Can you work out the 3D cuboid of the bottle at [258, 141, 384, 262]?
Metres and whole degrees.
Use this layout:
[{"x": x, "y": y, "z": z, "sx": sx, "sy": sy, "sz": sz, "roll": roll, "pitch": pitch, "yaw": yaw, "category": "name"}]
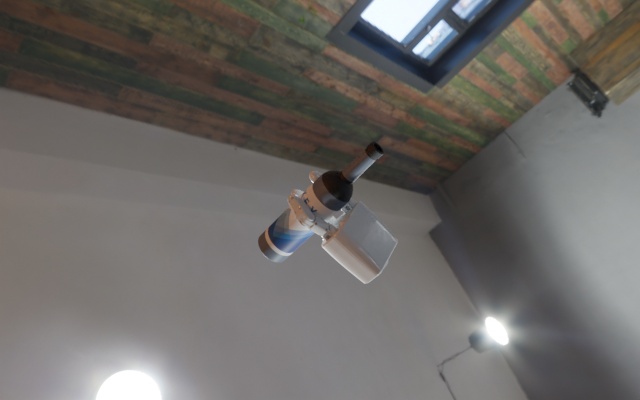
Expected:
[{"x": 0.000, "y": 0.003, "z": 0.842, "sx": 0.296, "sy": 0.069, "sz": 0.069, "roll": -44, "pitch": -25, "yaw": 30, "category": "bottle"}]
